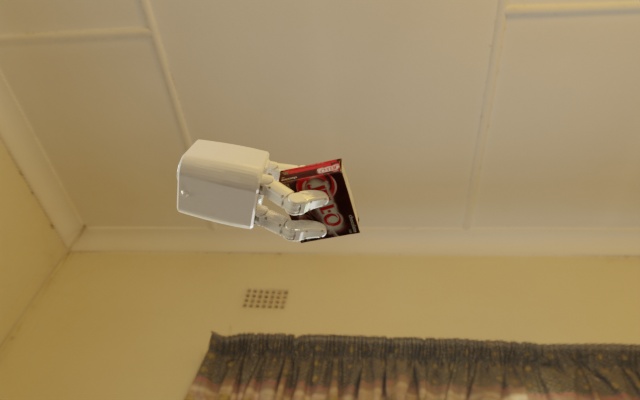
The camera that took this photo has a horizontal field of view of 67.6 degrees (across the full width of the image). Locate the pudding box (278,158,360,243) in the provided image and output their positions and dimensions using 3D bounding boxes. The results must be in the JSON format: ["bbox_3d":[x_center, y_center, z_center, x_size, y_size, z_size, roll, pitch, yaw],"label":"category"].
[{"bbox_3d":[0.000,0.002,0.668,0.090,0.114,0.039,-10,38,13],"label":"pudding box"}]
